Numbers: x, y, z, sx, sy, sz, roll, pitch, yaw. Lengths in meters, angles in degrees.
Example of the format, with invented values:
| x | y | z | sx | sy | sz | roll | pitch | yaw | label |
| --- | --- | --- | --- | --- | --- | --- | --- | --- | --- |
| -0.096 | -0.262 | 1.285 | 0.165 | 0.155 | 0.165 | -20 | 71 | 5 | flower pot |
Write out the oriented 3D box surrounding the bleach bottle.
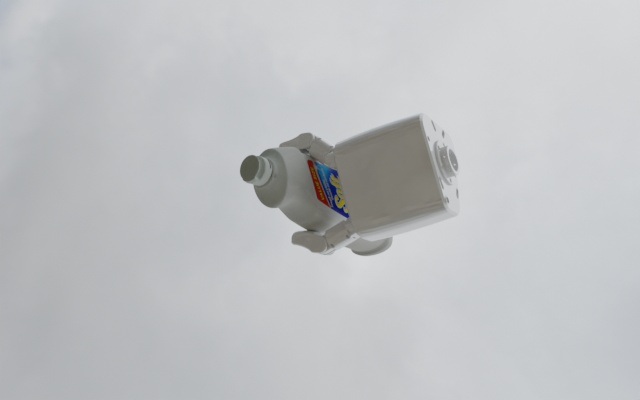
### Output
| x | y | z | sx | sy | sz | roll | pitch | yaw | label |
| --- | --- | --- | --- | --- | --- | --- | --- | --- | --- |
| 0.000 | 0.002 | 0.588 | 0.068 | 0.102 | 0.251 | -18 | -23 | 32 | bleach bottle |
